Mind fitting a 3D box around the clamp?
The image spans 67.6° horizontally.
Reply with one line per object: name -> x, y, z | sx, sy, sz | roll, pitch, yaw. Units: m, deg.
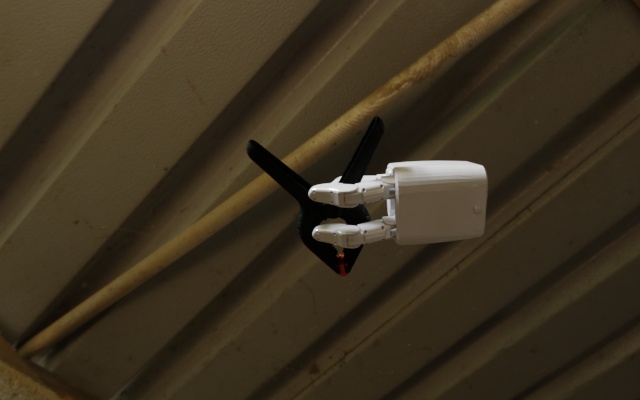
clamp -> 0.000, 0.002, 0.600 | 0.164, 0.210, 0.036 | -3, 26, 5
